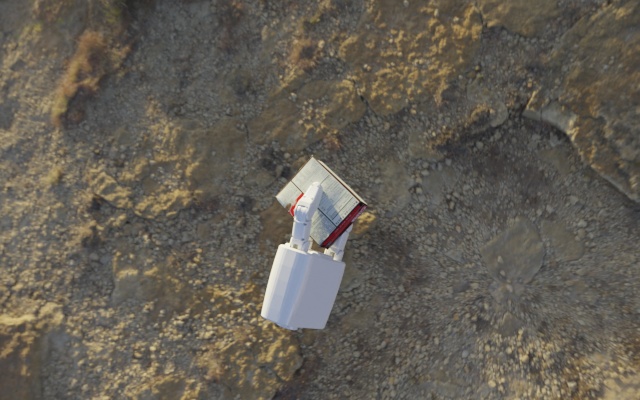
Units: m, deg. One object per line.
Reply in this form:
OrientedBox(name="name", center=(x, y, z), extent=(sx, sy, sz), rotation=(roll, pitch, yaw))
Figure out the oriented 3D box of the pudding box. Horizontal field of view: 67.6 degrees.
OrientedBox(name="pudding box", center=(0.000, 0.002, 0.705), extent=(0.113, 0.090, 0.039), rotation=(45, 6, 23))
